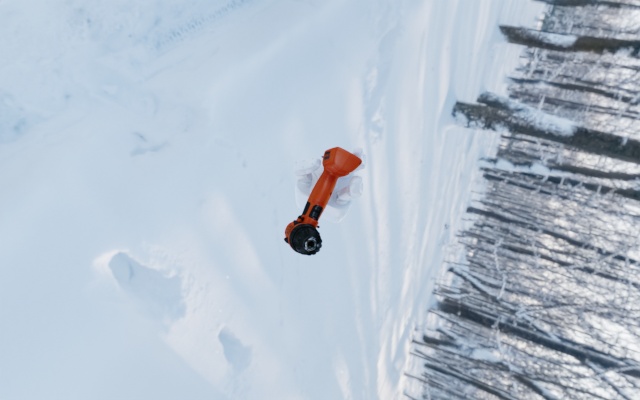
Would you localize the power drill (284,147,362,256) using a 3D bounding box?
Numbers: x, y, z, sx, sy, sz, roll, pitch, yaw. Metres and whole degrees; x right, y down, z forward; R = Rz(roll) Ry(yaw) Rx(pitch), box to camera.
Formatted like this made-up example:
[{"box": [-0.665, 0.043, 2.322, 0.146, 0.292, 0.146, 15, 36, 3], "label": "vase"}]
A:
[{"box": [0.000, 0.002, 0.810, 0.057, 0.187, 0.184, 29, -3, -12], "label": "power drill"}]
